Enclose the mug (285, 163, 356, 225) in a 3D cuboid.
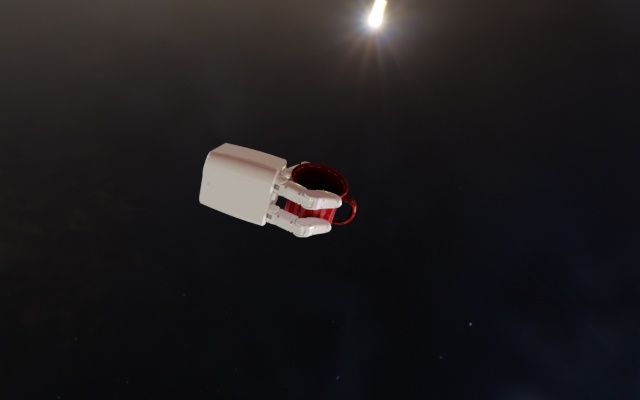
[{"bbox_3d":[0.001,0.003,0.772,0.117,0.081,0.093,20,35,0],"label":"mug"}]
